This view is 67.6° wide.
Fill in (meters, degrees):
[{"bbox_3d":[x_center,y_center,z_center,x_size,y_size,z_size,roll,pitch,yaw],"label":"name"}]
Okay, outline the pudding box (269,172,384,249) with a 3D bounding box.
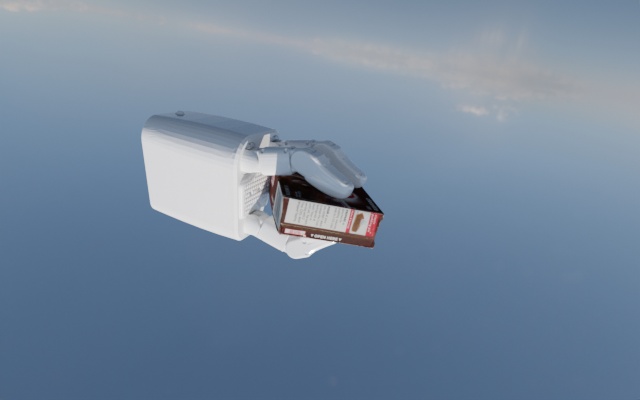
[{"bbox_3d":[0.000,0.002,0.452,0.090,0.039,0.113,9,19,-13],"label":"pudding box"}]
